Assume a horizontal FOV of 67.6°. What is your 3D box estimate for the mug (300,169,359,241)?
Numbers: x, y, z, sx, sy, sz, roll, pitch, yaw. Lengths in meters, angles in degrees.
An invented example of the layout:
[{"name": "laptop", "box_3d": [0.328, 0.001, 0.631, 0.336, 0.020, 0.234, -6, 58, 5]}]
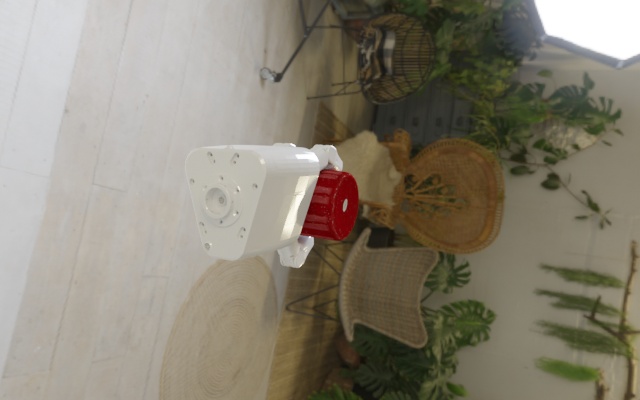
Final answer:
[{"name": "mug", "box_3d": [0.001, 0.002, 0.584, 0.081, 0.093, 0.117, 7, 9, 26]}]
